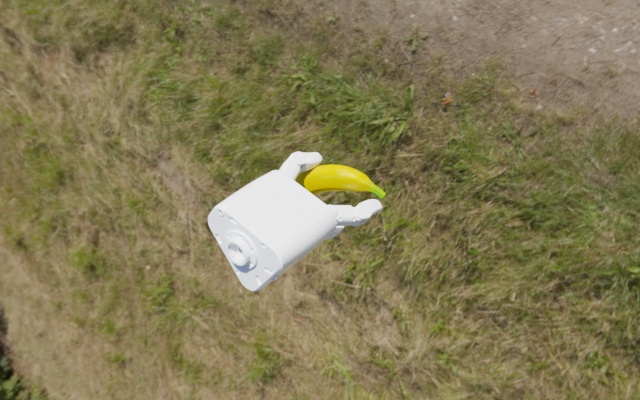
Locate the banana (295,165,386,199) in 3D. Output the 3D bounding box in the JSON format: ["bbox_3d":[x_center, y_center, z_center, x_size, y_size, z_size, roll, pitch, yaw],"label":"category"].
[{"bbox_3d":[-0.005,-0.015,0.692,0.198,0.070,0.037,-10,20,40],"label":"banana"}]
